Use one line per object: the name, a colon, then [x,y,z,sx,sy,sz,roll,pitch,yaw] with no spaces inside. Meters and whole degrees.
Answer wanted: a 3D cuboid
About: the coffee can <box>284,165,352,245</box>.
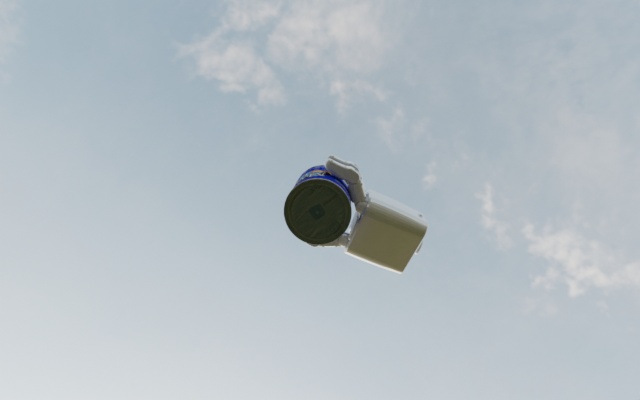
coffee can: [0.000,0.003,0.781,0.103,0.103,0.140,0,13,4]
